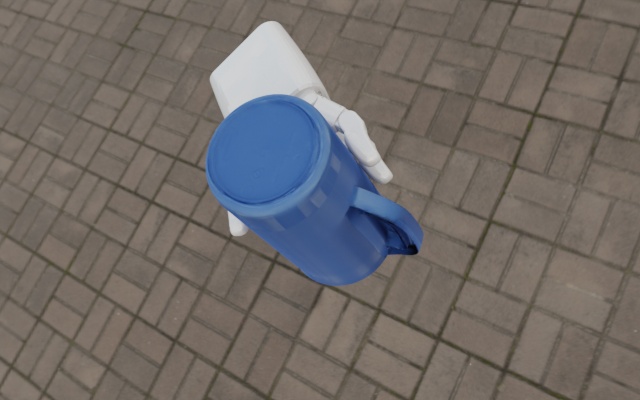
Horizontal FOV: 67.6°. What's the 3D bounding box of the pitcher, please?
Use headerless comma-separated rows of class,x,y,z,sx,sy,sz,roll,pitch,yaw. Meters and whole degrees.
pitcher,0.000,0.001,0.474,0.149,0.145,0.243,-30,-25,6
